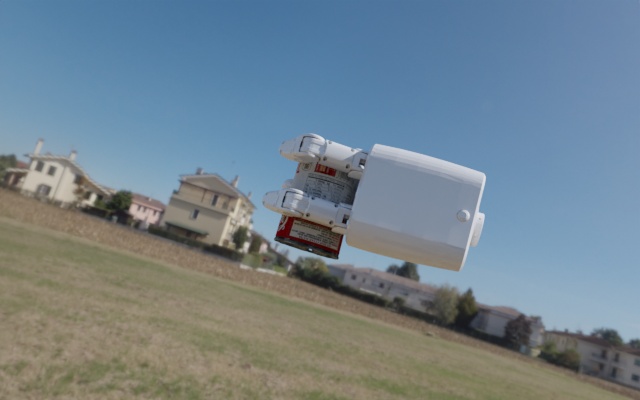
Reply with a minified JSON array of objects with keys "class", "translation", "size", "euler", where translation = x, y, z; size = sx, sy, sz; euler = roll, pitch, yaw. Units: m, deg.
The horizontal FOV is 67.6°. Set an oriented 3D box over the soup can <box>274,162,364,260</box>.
[{"class":"soup can","translation":[0.000,0.001,0.485],"size":[0.068,0.102,0.068],"euler":[17,-9,3]}]
